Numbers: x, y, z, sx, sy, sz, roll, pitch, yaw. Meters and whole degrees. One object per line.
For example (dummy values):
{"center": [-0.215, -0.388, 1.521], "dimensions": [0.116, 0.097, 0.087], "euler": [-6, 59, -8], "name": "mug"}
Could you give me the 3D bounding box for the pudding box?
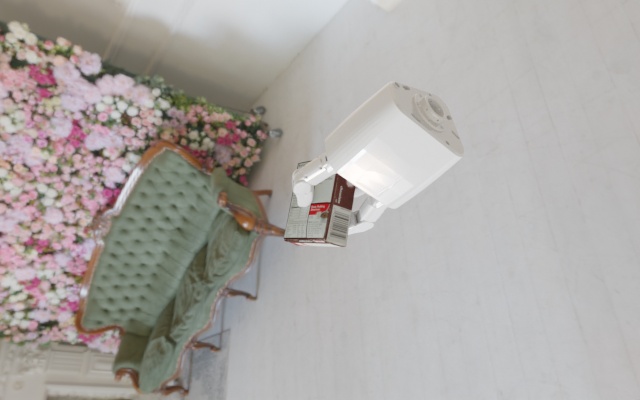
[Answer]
{"center": [0.000, 0.002, 0.618], "dimensions": [0.039, 0.113, 0.090], "euler": [21, -16, -35], "name": "pudding box"}
